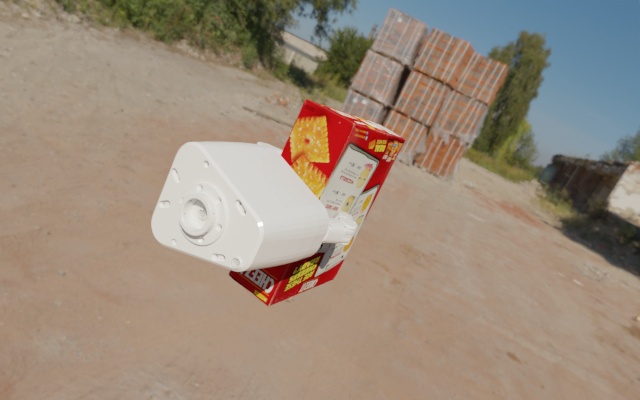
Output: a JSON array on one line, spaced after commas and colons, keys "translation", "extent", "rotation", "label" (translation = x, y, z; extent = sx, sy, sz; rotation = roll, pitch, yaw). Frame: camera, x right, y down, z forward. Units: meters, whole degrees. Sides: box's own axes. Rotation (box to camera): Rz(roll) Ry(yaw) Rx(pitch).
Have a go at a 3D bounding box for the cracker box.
[{"translation": [0.000, 0.002, 0.560], "extent": [0.072, 0.214, 0.164], "rotation": [32, 16, 23], "label": "cracker box"}]
